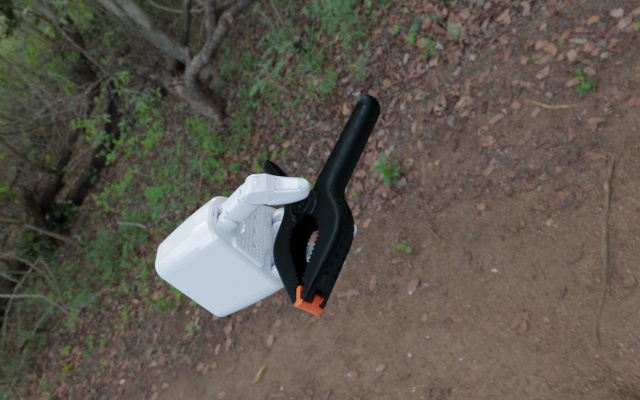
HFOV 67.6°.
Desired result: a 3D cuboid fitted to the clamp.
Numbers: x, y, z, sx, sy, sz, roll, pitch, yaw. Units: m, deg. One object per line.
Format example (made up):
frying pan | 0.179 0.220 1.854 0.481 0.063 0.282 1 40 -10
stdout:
clamp | -0.001 0.002 0.457 0.036 0.209 0.164 30 -49 -34
